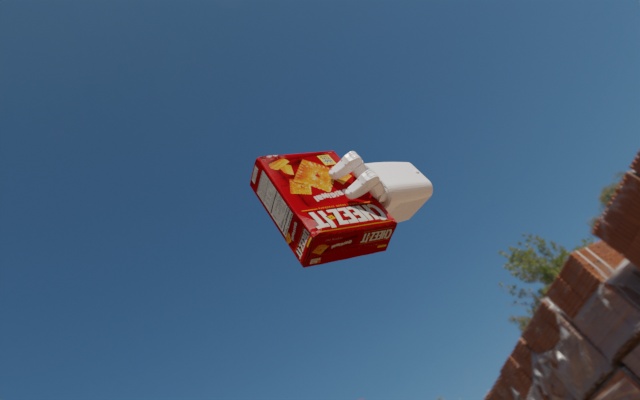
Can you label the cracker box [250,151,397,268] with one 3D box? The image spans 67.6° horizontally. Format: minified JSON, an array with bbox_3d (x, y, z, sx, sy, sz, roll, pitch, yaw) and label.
[{"bbox_3d":[0.000,0.003,0.803,0.164,0.072,0.213,-8,42,-32],"label":"cracker box"}]
